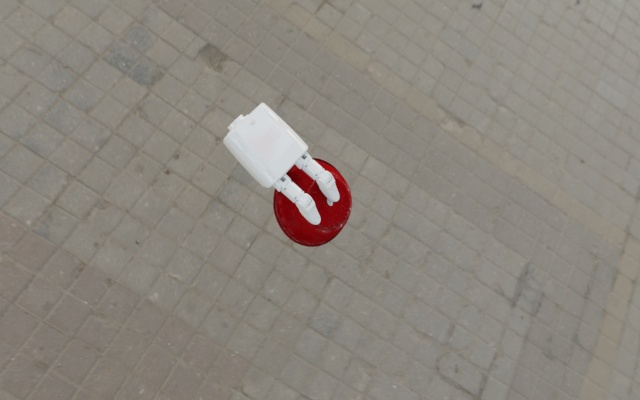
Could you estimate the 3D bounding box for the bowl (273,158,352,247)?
[{"bbox_3d":[0.001,0.003,0.842,0.162,0.162,0.055,0,-1,-33],"label":"bowl"}]
